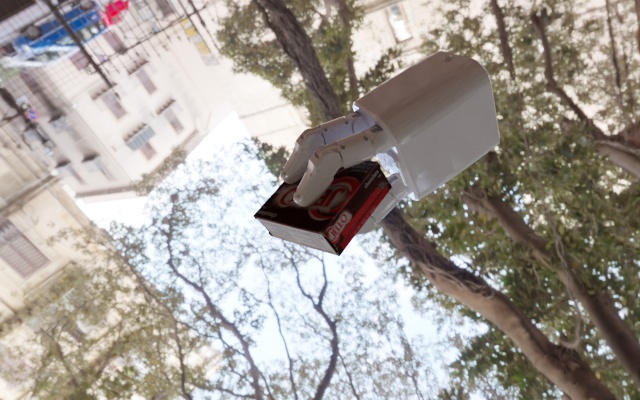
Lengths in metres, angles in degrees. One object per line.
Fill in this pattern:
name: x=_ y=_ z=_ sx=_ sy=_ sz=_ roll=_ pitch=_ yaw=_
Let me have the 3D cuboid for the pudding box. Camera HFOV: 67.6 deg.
pudding box: x=0.000 y=0.002 z=0.466 sx=0.113 sy=0.039 sz=0.090 roll=7 pitch=50 yaw=51
